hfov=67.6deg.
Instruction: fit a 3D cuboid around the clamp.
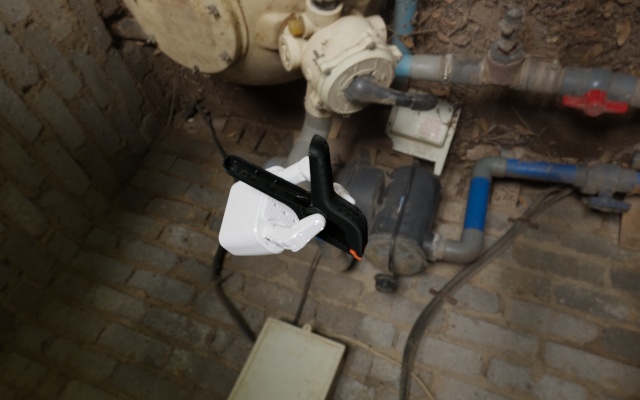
[{"bbox_3d":[0.000,0.003,0.571,0.210,0.036,0.164,42,-31,-27],"label":"clamp"}]
